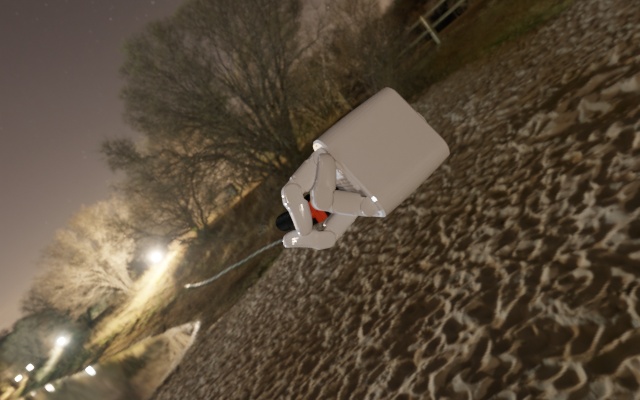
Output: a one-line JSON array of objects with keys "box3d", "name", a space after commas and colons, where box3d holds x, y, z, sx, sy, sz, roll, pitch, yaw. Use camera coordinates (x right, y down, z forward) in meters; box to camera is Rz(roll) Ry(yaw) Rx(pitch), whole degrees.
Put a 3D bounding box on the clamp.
[{"box3d": [0.000, 0.002, 0.619, 0.120, 0.039, 0.171, -41, 7, -9], "name": "clamp"}]
